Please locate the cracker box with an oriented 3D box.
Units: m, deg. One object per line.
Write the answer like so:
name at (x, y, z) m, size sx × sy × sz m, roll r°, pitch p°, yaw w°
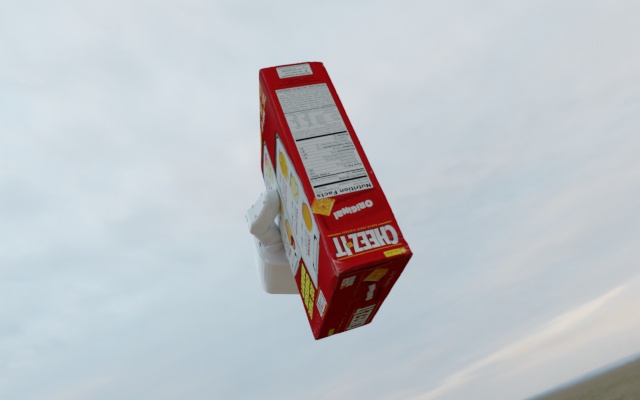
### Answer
cracker box at (0.000, 0.001, 0.458) m, size 0.072 × 0.213 × 0.164 m, roll -14°, pitch -29°, yaw -15°
